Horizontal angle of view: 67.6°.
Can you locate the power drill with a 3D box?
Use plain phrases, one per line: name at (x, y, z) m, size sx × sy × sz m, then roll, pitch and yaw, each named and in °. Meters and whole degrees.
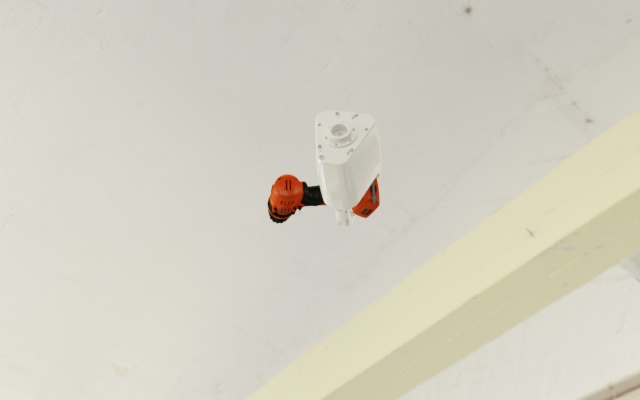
power drill at (0.001, 0.003, 0.849) m, size 0.187 × 0.057 × 0.184 m, roll -2°, pitch -15°, yaw -11°
